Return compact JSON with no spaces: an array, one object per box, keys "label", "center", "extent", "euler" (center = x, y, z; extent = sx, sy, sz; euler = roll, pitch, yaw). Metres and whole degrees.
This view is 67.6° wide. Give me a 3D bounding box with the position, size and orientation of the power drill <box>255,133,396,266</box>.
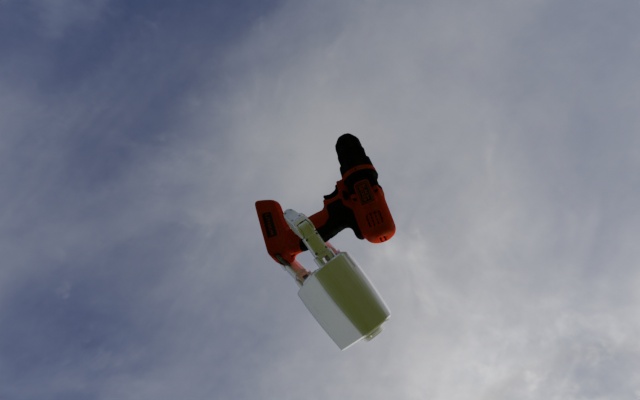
[{"label":"power drill","center":[0.000,0.003,0.708],"extent":[0.187,0.184,0.057],"euler":[-24,-31,10]}]
